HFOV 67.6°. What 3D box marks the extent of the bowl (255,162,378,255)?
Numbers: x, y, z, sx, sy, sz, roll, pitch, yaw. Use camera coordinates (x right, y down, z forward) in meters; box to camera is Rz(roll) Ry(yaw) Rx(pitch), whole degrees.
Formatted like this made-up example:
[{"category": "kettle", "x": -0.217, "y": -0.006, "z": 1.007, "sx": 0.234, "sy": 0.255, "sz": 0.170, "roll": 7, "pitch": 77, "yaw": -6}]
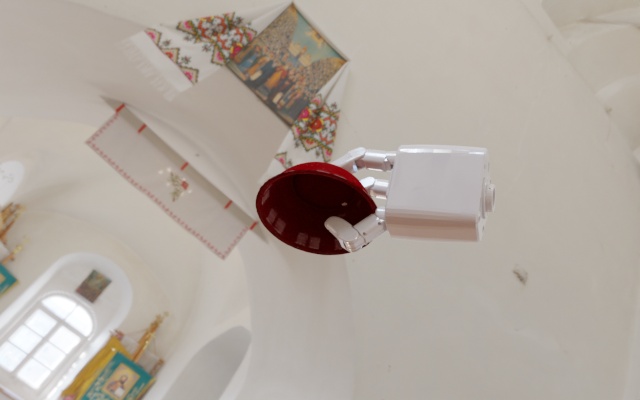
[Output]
[{"category": "bowl", "x": -0.001, "y": 0.002, "z": 0.625, "sx": 0.162, "sy": 0.055, "sz": 0.162, "roll": 7, "pitch": -42, "yaw": 7}]
